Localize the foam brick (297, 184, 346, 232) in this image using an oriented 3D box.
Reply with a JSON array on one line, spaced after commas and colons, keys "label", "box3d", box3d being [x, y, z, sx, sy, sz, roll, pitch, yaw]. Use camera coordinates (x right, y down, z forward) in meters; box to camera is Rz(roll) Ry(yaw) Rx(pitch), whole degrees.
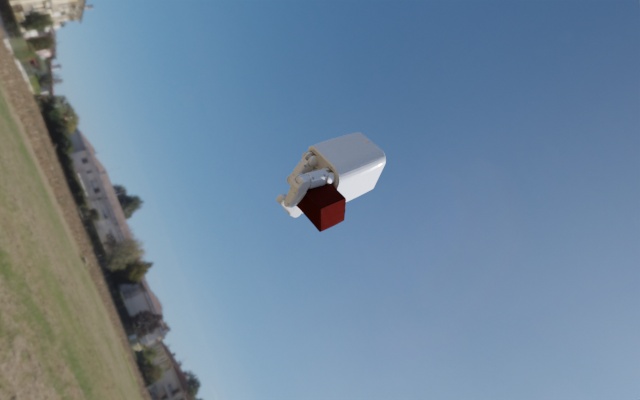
[{"label": "foam brick", "box3d": [0.000, 0.003, 0.796, 0.051, 0.053, 0.078, -21, 47, -25]}]
